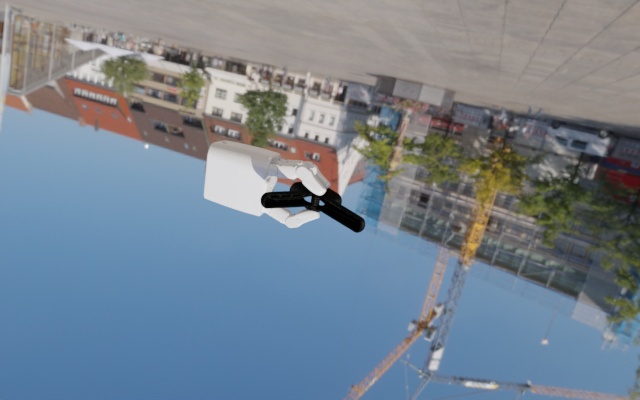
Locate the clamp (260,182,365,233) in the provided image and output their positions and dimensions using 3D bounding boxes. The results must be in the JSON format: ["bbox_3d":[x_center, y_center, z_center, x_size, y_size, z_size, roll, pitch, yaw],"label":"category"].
[{"bbox_3d":[0.000,0.003,0.814,0.164,0.036,0.210,18,13,4],"label":"clamp"}]
